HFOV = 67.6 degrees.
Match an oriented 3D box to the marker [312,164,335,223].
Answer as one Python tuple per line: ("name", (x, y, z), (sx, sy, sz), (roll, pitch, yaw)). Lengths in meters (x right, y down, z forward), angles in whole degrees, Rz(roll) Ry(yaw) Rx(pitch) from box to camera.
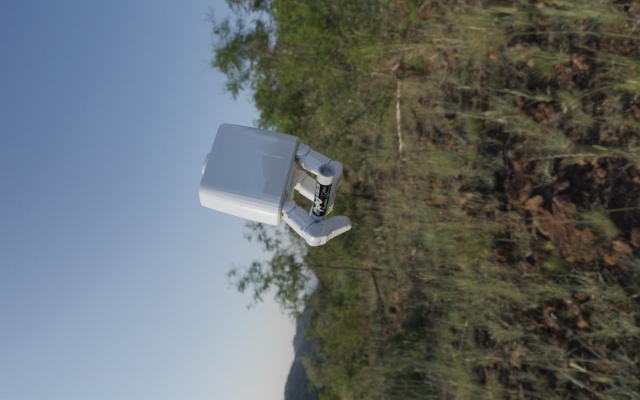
("marker", (0.000, 0.002, 0.571), (0.020, 0.020, 0.121), (0, -35, -8))
